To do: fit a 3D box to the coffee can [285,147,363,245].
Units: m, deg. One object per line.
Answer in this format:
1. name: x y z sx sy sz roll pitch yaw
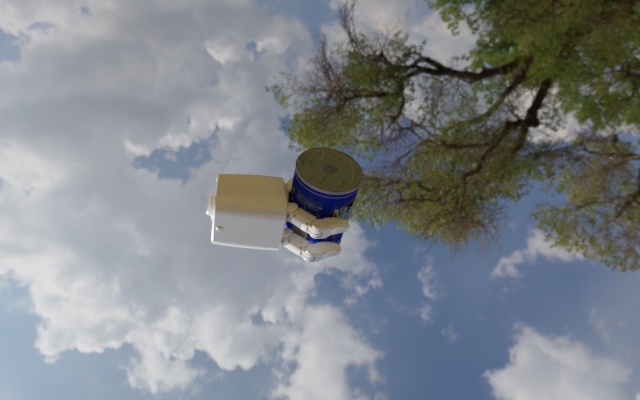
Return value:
1. coffee can: 0.000 0.002 0.753 0.103 0.140 0.102 9 42 -8
